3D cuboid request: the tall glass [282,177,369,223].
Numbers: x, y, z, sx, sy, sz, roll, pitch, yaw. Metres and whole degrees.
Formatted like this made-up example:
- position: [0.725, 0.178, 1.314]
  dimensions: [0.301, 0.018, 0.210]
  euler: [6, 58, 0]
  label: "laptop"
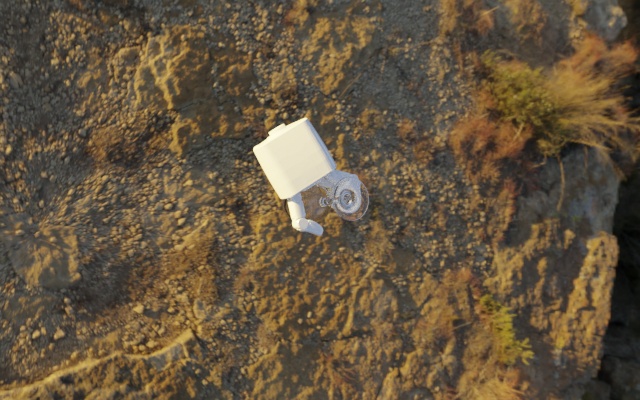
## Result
- position: [0.001, 0.003, 0.885]
  dimensions: [0.079, 0.079, 0.201]
  euler: [0, -4, -31]
  label: "tall glass"
